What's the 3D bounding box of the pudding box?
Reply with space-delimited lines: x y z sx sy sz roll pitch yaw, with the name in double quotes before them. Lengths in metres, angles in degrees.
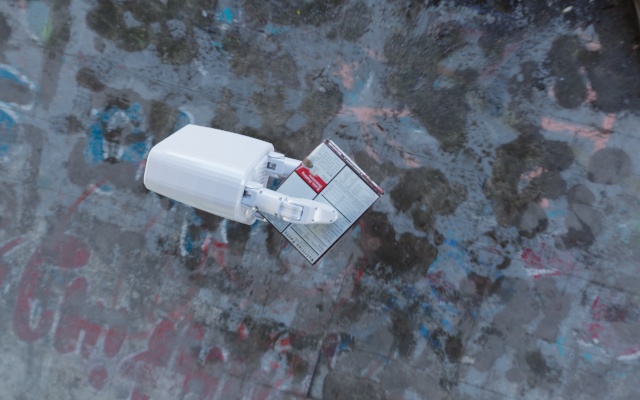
"pudding box" 0.000 0.002 0.526 0.113 0.090 0.039 -46 -2 13
